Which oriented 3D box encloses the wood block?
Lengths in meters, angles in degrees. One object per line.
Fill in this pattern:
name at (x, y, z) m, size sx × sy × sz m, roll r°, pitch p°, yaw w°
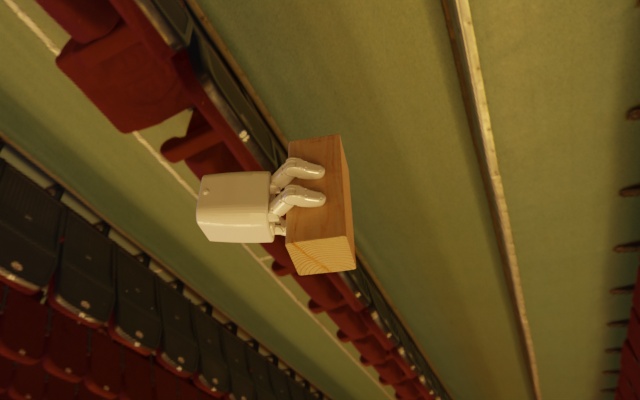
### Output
wood block at (0.000, 0.003, 0.752) m, size 0.090 × 0.206 × 0.091 m, roll -8°, pitch -40°, yaw 8°
